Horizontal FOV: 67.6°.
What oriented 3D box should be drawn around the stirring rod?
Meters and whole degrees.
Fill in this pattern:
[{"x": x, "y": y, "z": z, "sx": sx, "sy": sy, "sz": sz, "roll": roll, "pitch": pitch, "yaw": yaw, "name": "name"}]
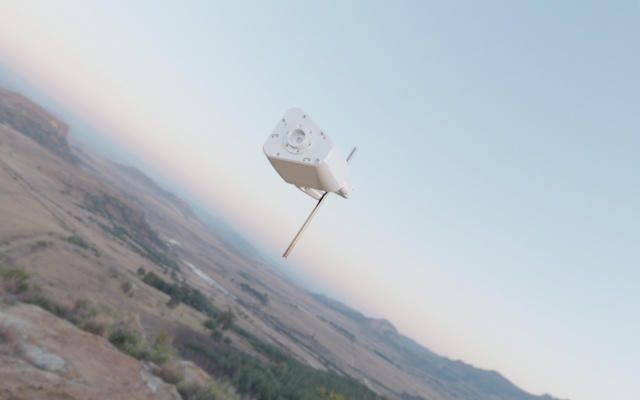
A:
[{"x": 0.000, "y": 0.003, "z": 0.864, "sx": 0.011, "sy": 0.239, "sz": 0.011, "roll": 33, "pitch": -8, "yaw": 5, "name": "stirring rod"}]
